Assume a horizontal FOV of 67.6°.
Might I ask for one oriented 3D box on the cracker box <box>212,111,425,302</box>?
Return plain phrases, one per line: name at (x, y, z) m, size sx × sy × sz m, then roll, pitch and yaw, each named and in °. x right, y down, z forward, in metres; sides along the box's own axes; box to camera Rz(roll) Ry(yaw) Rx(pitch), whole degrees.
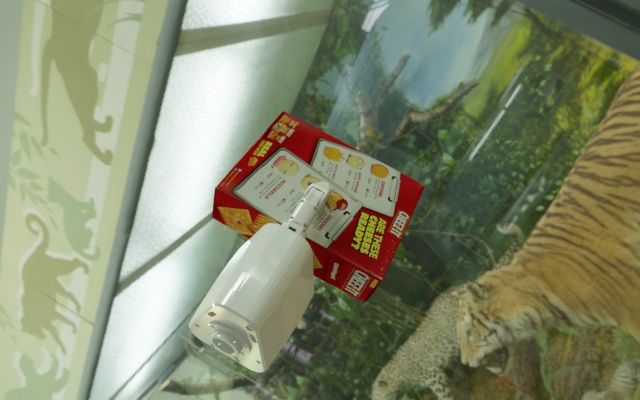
cracker box at (0.000, 0.002, 0.596) m, size 0.213 × 0.164 × 0.072 m, roll 29°, pitch -39°, yaw 5°
